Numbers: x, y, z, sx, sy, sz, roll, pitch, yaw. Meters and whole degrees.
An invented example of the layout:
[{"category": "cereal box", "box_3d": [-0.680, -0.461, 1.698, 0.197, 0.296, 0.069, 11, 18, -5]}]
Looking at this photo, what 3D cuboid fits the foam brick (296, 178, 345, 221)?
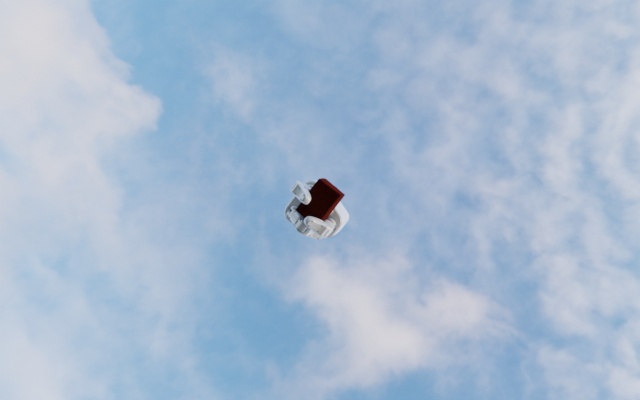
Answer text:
[{"category": "foam brick", "box_3d": [0.000, 0.003, 0.898, 0.053, 0.078, 0.051, 40, 12, 9]}]
